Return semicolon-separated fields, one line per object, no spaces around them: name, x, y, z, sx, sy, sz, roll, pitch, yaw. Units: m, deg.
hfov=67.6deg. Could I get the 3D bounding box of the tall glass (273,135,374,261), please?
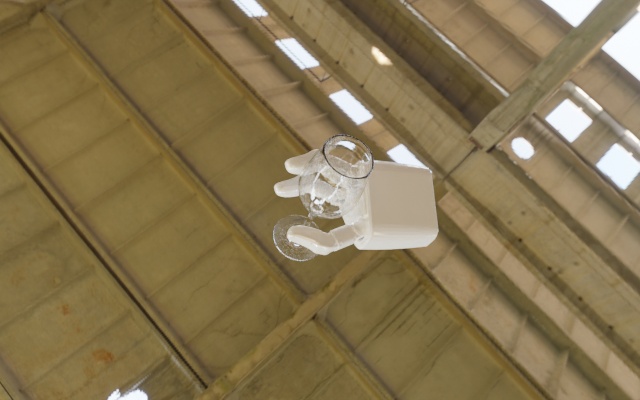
tall glass;0.000;0.002;0.611;0.079;0.079;0.201;0;-31;-22
